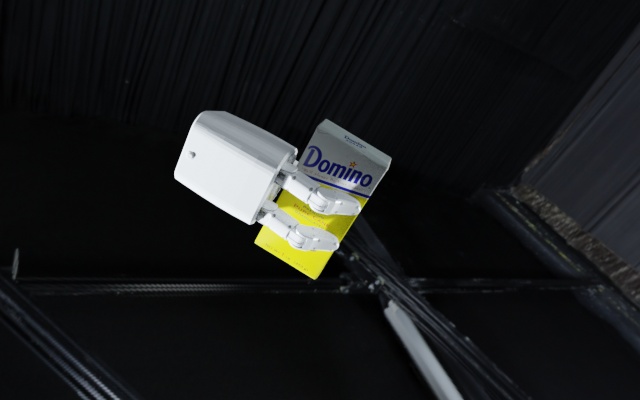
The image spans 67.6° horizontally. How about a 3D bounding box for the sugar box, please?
[{"bbox_3d":[0.000,0.002,0.575,0.093,0.176,0.048,30,29,1],"label":"sugar box"}]
